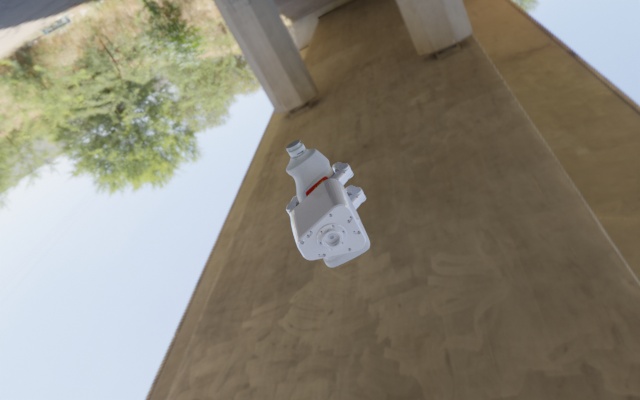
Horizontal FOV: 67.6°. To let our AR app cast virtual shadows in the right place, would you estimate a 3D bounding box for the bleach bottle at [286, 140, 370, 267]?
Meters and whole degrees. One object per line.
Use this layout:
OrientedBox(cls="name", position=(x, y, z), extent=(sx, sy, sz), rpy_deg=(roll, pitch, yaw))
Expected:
OrientedBox(cls="bleach bottle", position=(0.000, 0.003, 0.899), extent=(0.102, 0.251, 0.068), rpy_deg=(-27, 25, 6))
